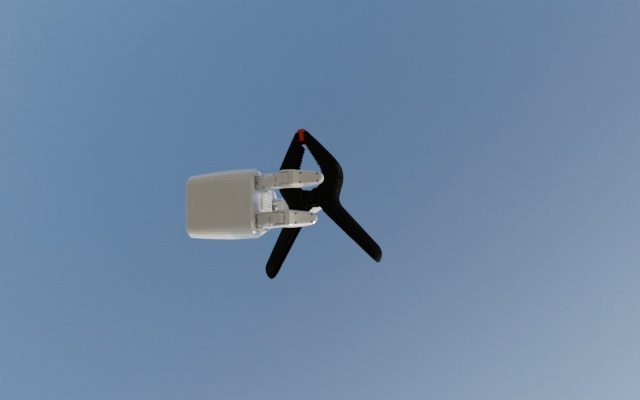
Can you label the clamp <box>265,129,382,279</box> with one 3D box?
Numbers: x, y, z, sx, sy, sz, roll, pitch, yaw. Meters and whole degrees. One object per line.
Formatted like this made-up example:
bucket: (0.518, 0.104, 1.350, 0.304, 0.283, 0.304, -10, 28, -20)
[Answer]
clamp: (0.000, 0.002, 0.671, 0.164, 0.210, 0.036, -3, -8, 11)
